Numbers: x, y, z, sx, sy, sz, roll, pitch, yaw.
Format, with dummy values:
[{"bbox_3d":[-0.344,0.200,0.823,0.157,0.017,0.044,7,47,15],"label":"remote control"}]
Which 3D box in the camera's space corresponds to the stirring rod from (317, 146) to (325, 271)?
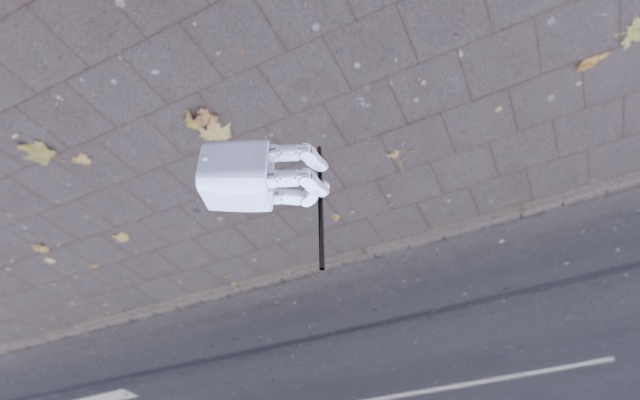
[{"bbox_3d":[0.000,0.002,0.732,0.011,0.239,0.011,-1,-40,-1],"label":"stirring rod"}]
